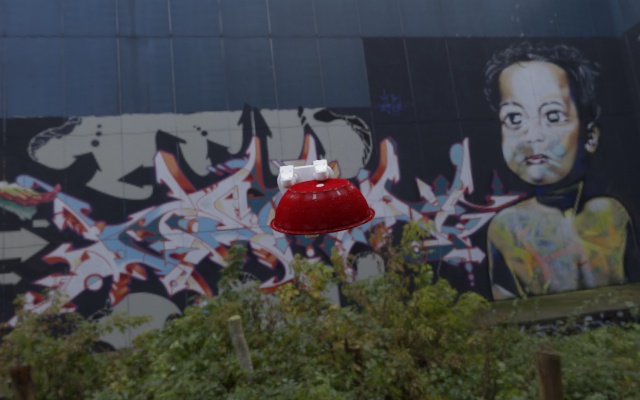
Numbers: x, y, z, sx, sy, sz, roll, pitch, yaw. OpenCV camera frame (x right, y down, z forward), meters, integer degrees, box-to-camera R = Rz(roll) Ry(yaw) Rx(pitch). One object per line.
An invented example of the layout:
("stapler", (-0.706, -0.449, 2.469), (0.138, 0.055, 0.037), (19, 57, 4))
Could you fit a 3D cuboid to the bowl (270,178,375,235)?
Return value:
("bowl", (0.000, 0.002, 0.724), (0.162, 0.055, 0.162), (-6, 14, 1))
